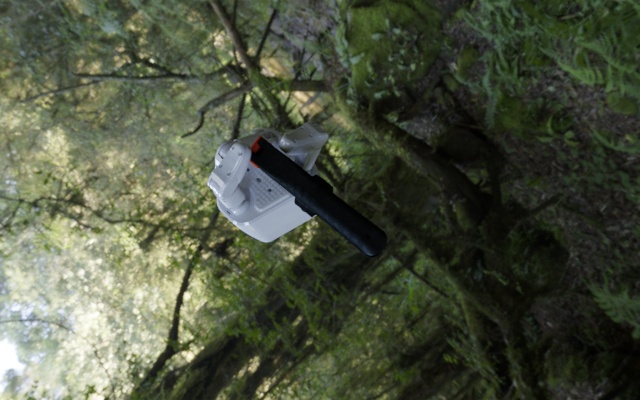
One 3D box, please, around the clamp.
[{"bbox_3d":[0.000,0.002,0.473,0.171,0.039,0.120,41,-8,18],"label":"clamp"}]
